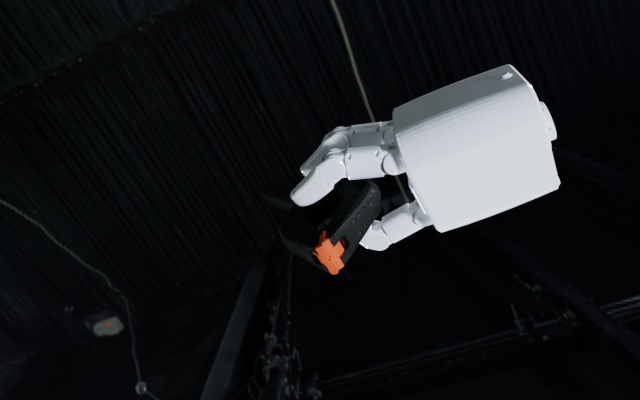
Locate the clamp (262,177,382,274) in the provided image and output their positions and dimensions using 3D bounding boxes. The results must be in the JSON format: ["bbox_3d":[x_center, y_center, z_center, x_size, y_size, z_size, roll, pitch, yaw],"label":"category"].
[{"bbox_3d":[0.001,0.002,0.447,0.164,0.036,0.210,-24,23,19],"label":"clamp"}]
